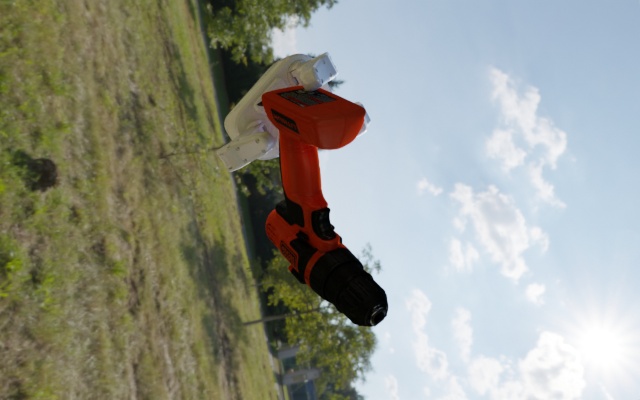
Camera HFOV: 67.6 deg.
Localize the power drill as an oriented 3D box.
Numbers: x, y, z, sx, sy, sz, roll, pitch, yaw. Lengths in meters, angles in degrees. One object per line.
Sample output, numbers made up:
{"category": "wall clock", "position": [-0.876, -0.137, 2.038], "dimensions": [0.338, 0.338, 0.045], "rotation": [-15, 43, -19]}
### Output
{"category": "power drill", "position": [0.000, 0.001, 0.434], "dimensions": [0.057, 0.188, 0.184], "rotation": [-17, 34, -29]}
